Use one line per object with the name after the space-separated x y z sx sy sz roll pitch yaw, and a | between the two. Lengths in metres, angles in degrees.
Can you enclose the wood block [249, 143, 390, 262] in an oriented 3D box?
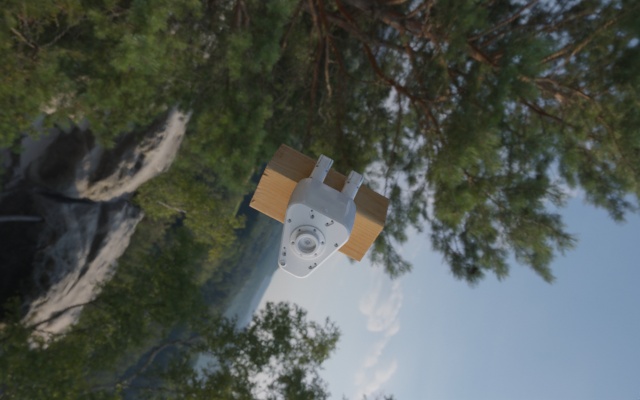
0.000 0.003 0.799 0.206 0.091 0.090 28 33 -3 | wood block
